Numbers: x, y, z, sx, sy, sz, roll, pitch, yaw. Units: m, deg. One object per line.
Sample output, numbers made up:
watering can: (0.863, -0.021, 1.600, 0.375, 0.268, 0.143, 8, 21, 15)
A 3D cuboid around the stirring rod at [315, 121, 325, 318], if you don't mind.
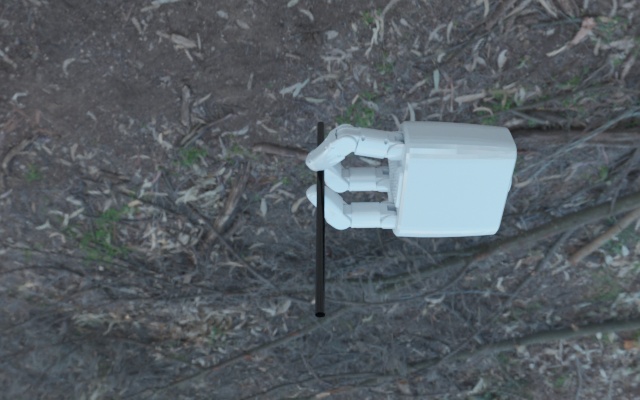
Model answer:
stirring rod: (0.000, 0.001, 0.451, 0.011, 0.239, 0.011, 0, -44, 0)
